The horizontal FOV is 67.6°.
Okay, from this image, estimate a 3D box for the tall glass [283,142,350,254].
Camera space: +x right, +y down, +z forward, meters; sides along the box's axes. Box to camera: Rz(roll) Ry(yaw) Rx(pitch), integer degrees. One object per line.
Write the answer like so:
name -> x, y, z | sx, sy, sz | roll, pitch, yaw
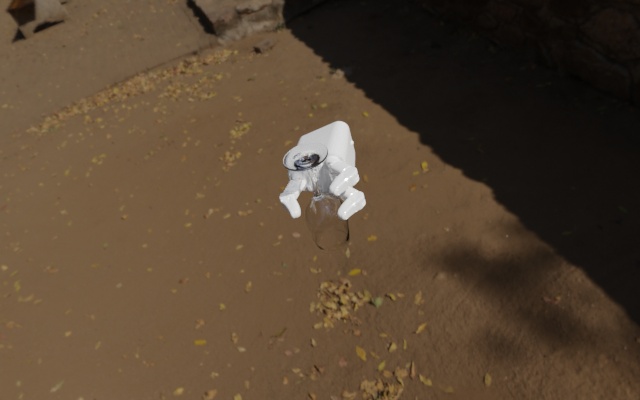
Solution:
tall glass -> 0.000, 0.002, 0.818 | 0.079, 0.201, 0.079 | -11, 39, 9
